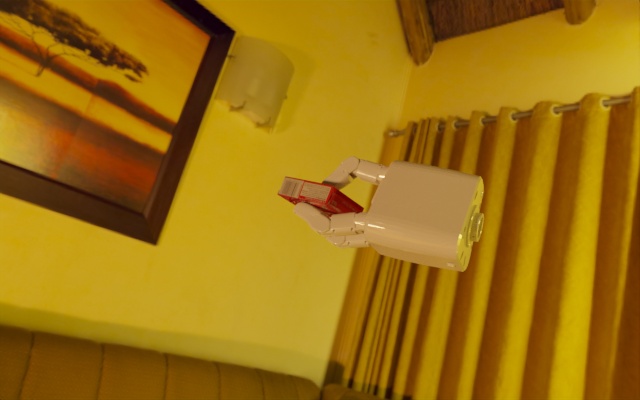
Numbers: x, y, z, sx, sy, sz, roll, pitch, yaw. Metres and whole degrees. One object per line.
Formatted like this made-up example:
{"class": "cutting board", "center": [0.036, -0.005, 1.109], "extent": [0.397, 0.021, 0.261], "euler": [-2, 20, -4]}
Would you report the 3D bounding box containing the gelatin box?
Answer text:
{"class": "gelatin box", "center": [0.000, 0.002, 0.619], "extent": [0.089, 0.030, 0.073], "euler": [13, -14, 41]}
